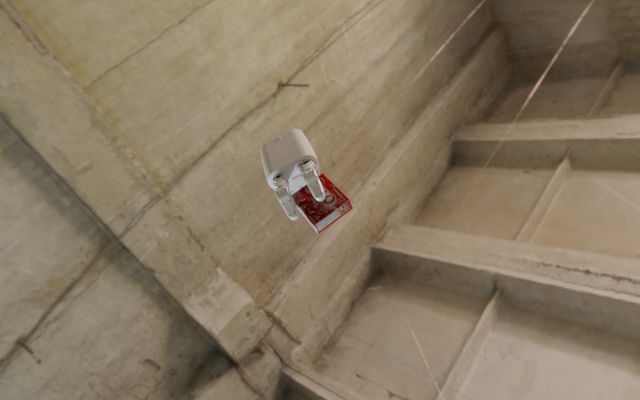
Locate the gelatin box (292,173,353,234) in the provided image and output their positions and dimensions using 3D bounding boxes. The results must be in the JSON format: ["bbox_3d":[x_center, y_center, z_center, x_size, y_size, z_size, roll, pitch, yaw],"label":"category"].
[{"bbox_3d":[0.000,0.003,0.809,0.073,0.030,0.089,-36,47,-7],"label":"gelatin box"}]
